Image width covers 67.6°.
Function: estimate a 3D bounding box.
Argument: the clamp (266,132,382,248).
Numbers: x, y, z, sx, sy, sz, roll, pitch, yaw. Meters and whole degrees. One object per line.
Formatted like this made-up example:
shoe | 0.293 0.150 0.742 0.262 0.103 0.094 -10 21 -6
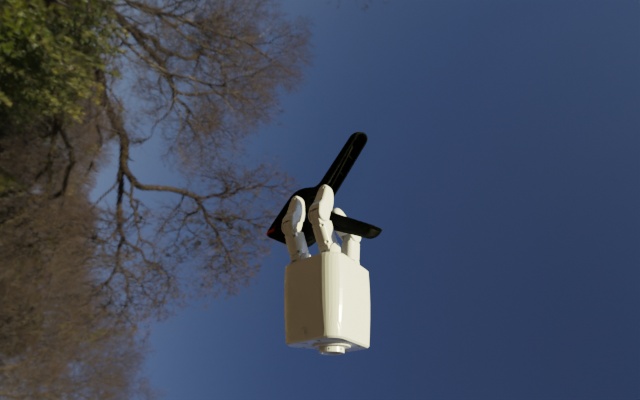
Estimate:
clamp | 0.000 0.003 0.690 0.036 0.164 0.210 26 -36 -38
